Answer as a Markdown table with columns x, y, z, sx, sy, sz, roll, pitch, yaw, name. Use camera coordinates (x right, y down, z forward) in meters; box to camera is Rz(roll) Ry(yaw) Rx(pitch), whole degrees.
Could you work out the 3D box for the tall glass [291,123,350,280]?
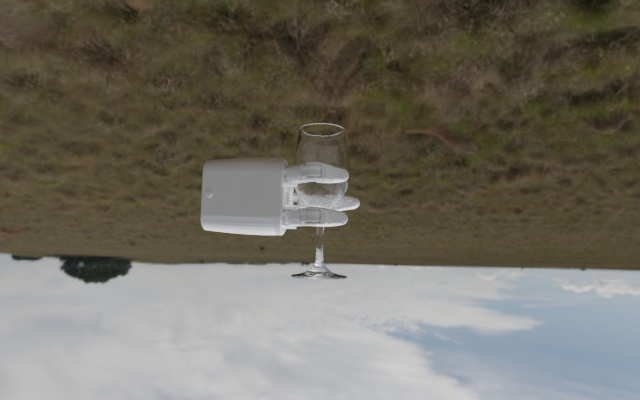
| x | y | z | sx | sy | sz | roll | pitch | yaw | name |
| --- | --- | --- | --- | --- | --- | --- | --- | --- | --- |
| 0.000 | 0.003 | 0.638 | 0.079 | 0.201 | 0.079 | 2 | -6 | 0 | tall glass |
